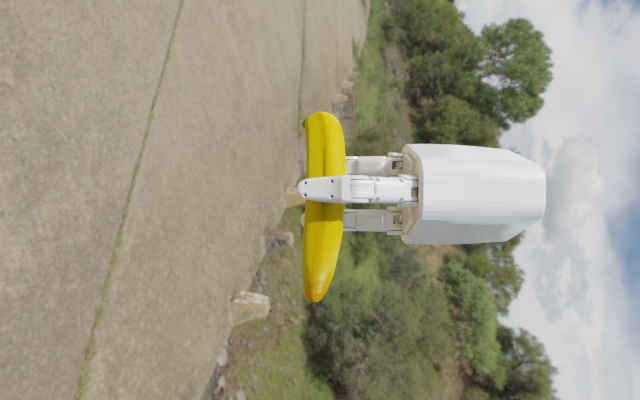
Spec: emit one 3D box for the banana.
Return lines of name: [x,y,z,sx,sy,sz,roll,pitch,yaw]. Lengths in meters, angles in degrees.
banana: [0.002,-0.010,0.443,0.037,0.197,0.070,3,-26,-7]
